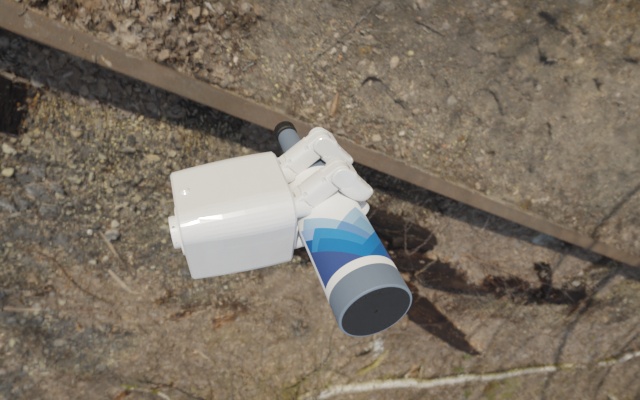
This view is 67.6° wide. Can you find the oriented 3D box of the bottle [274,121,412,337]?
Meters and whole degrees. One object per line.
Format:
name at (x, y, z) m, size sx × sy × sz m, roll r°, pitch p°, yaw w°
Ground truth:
bottle at (0.000, 0.002, 0.502) m, size 0.069 × 0.069 × 0.295 m, roll 0°, pitch 38°, yaw -24°
